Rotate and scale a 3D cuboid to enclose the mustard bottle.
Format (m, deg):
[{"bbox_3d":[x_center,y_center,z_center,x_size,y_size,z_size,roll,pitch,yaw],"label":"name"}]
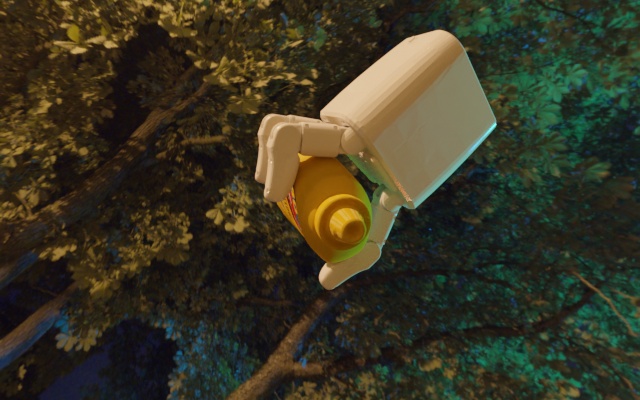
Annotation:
[{"bbox_3d":[0.000,0.001,0.413,0.058,0.096,0.191,-19,16,-10],"label":"mustard bottle"}]
